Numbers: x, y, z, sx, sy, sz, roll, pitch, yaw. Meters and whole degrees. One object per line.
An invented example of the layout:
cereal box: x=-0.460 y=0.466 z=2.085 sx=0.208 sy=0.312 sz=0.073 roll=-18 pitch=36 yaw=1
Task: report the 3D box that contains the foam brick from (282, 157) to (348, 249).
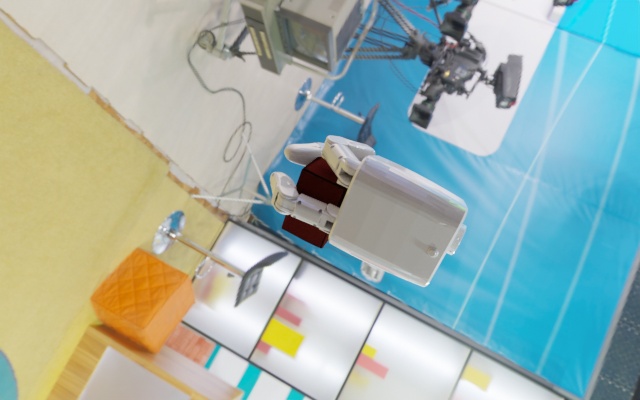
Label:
foam brick: x=0.000 y=0.002 z=0.514 sx=0.051 sy=0.078 sz=0.053 roll=27 pitch=28 yaw=10
